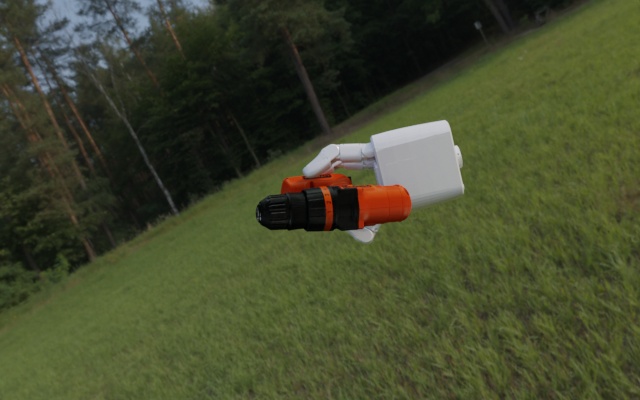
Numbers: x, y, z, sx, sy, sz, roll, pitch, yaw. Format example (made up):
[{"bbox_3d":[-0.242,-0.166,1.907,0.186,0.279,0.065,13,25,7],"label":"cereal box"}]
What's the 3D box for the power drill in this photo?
[{"bbox_3d":[0.000,0.002,0.621,0.184,0.057,0.187,-2,9,-14],"label":"power drill"}]
